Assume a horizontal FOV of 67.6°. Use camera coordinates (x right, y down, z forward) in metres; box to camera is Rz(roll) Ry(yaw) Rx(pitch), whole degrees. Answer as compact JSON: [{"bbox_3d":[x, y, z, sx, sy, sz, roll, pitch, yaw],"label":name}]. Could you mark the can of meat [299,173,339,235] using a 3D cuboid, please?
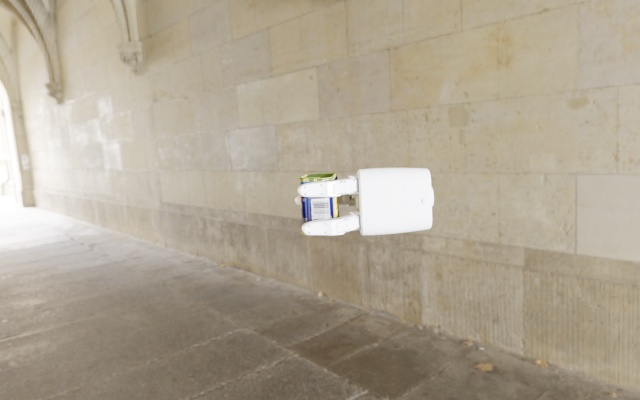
[{"bbox_3d":[0.000,0.002,0.732,0.057,0.084,0.102,-2,7,6],"label":"can of meat"}]
